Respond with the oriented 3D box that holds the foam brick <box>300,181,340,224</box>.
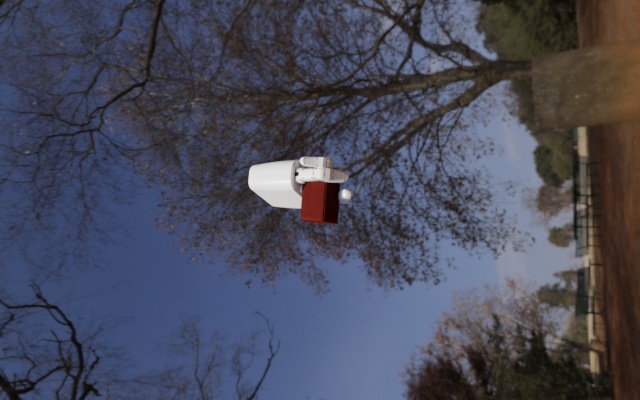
[{"bbox_3d":[0.000,0.003,0.877,0.051,0.078,0.053,-1,-10,31],"label":"foam brick"}]
